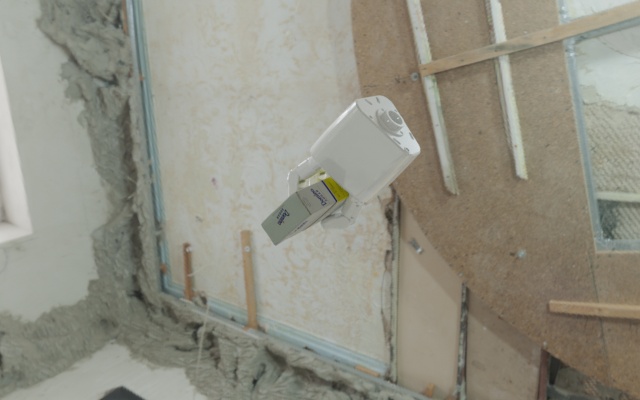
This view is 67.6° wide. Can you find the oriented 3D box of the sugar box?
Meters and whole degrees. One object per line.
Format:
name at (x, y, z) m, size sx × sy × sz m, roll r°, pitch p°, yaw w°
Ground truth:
sugar box at (0.000, 0.002, 0.722) m, size 0.093 × 0.048 × 0.176 m, roll -42°, pitch -12°, yaw 38°
